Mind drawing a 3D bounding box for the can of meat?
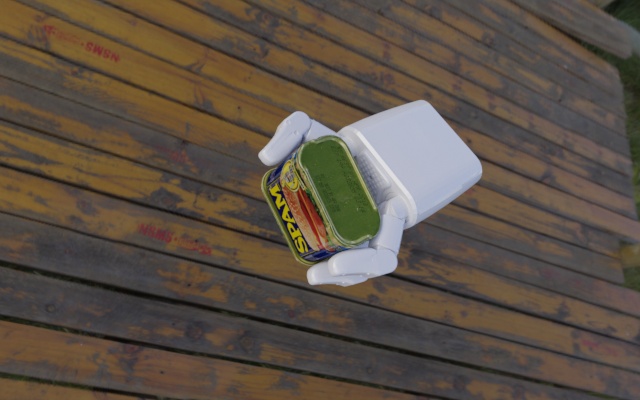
[{"bbox_3d":[0.000,0.001,0.430,0.057,0.102,0.084,-24,-3,-30],"label":"can of meat"}]
